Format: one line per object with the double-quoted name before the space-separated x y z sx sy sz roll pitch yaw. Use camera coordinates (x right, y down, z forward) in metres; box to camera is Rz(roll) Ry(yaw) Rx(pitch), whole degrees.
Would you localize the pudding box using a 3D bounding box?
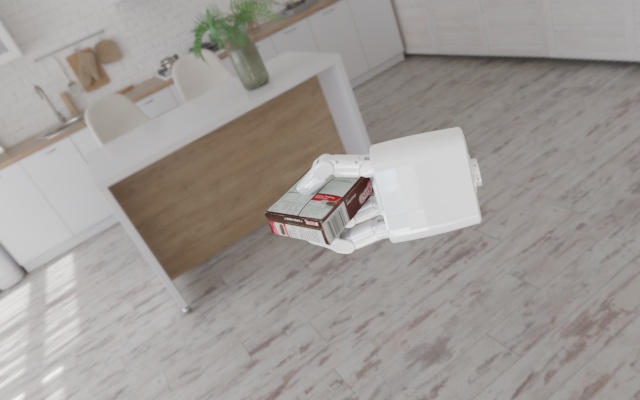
"pudding box" 0.000 0.002 0.595 0.090 0.039 0.113 7 37 36
